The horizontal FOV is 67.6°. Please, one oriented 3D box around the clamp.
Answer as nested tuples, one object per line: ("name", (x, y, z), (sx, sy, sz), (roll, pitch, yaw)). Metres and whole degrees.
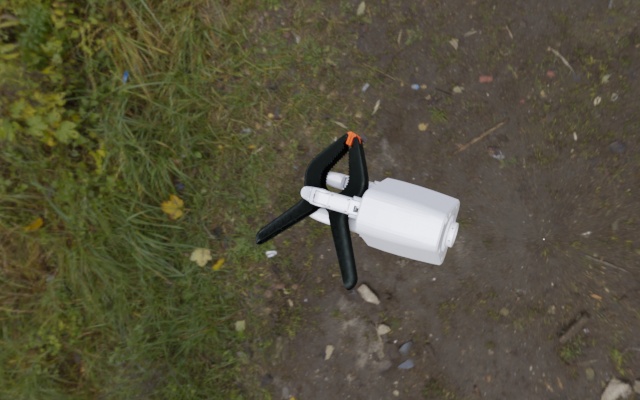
("clamp", (0.000, 0.002, 0.674), (0.164, 0.210, 0.036), (17, 3, 19))
